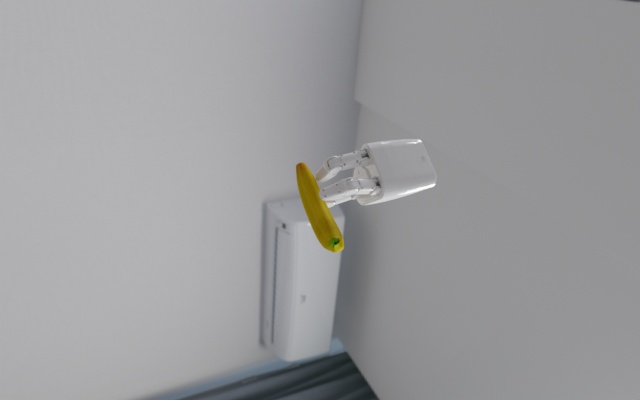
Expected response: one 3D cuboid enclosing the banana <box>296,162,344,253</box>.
[{"bbox_3d":[0.000,0.019,0.766,0.037,0.070,0.197,-11,43,-16],"label":"banana"}]
